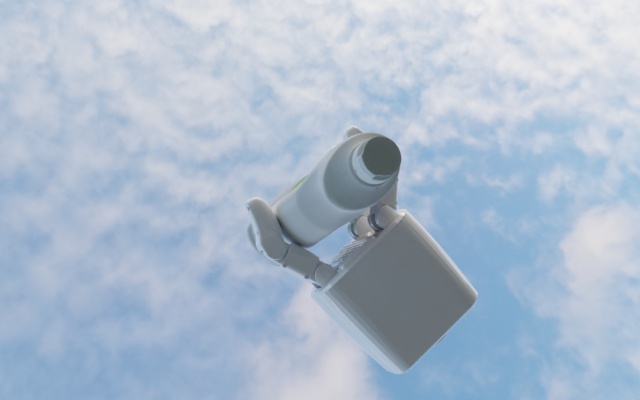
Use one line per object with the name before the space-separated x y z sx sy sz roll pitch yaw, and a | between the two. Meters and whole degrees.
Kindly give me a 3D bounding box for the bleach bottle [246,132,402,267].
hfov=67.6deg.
bleach bottle | 0.000 0.001 0.432 0.102 0.068 0.251 -45 3 -20
